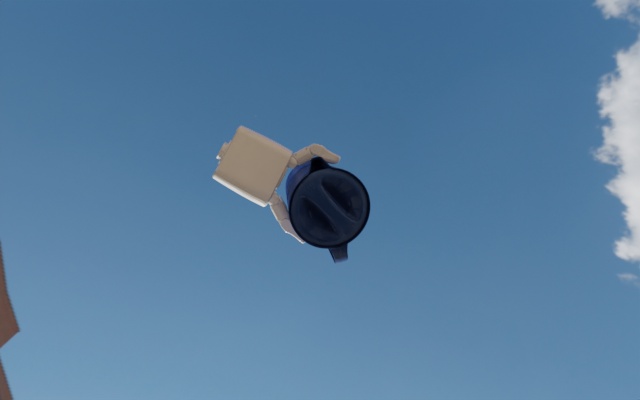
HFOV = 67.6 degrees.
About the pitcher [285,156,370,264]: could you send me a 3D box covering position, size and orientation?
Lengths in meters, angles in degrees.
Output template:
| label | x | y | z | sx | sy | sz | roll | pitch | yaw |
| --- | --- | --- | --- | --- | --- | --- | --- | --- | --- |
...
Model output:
| label | x | y | z | sx | sy | sz | roll | pitch | yaw |
| --- | --- | --- | --- | --- | --- | --- | --- | --- | --- |
| pitcher | 0.000 | 0.003 | 0.873 | 0.145 | 0.149 | 0.242 | 28 | 5 | -12 |
